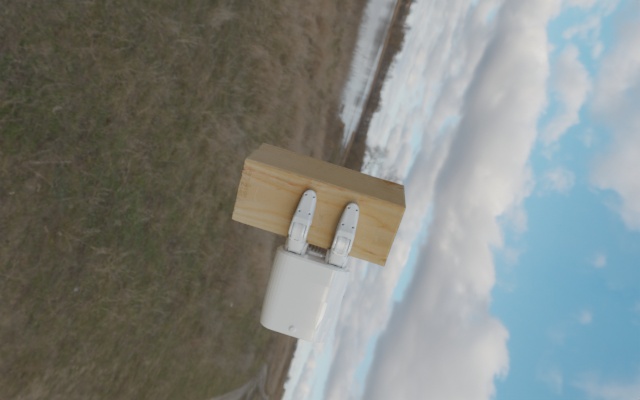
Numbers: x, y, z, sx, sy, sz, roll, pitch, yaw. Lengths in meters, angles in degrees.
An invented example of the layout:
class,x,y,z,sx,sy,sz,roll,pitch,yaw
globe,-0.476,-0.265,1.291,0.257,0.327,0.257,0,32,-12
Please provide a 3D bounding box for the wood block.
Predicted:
class,x,y,z,sx,sy,sz,roll,pitch,yaw
wood block,0.000,0.002,0.639,0.206,0.090,0.090,17,21,2
